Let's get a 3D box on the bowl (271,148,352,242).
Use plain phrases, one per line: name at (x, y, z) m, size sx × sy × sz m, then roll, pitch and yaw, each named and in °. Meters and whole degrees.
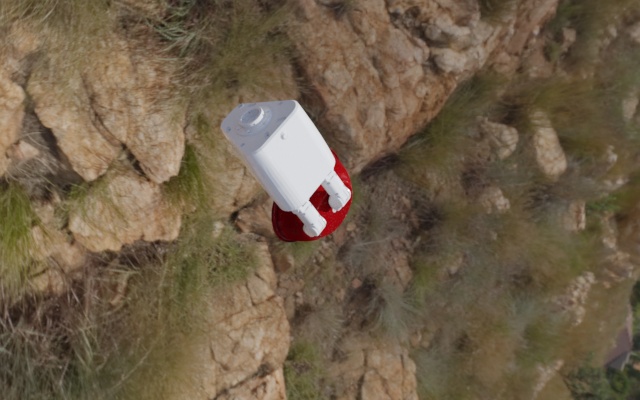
bowl at (0.001, 0.003, 0.731) m, size 0.055 × 0.162 × 0.162 m, roll 27°, pitch 15°, yaw 30°
